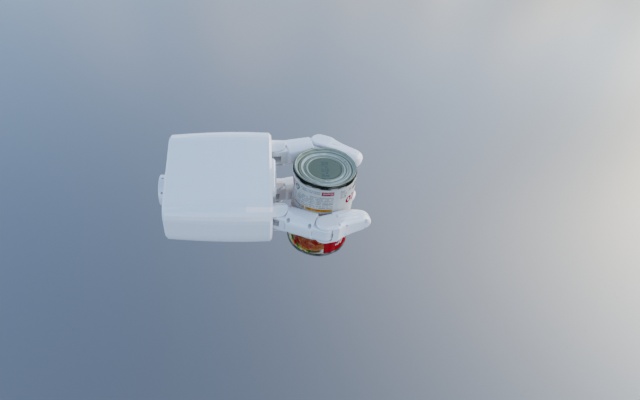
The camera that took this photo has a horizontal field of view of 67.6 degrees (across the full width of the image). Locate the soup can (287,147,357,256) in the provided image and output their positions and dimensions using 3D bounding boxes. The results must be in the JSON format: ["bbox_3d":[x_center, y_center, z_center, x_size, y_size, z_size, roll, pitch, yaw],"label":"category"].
[{"bbox_3d":[0.001,0.002,0.517,0.068,0.102,0.068,4,43,-4],"label":"soup can"}]
